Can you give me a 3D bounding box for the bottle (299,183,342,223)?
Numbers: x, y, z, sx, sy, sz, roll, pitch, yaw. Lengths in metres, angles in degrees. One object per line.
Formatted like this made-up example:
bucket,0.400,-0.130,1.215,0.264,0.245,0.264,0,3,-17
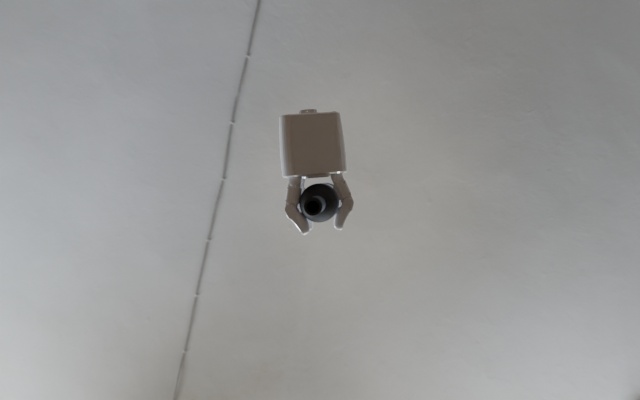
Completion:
bottle,0.000,0.003,0.846,0.069,0.069,0.295,0,3,4
